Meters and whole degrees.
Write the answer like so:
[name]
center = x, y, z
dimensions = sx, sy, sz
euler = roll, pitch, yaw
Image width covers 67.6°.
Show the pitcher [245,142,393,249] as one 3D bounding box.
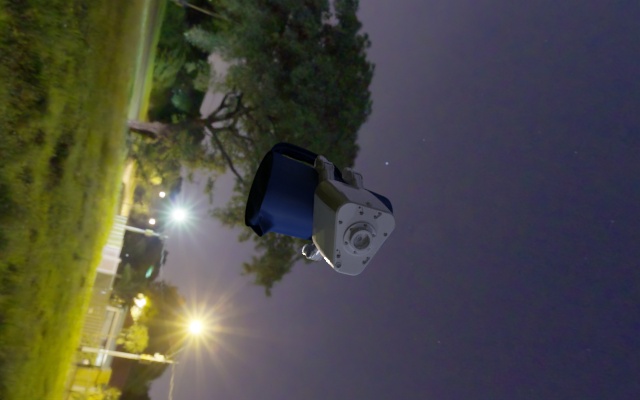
[pitcher]
center = 0.000, 0.003, 0.837
dimensions = 0.243, 0.149, 0.145
euler = 17, 10, -19
